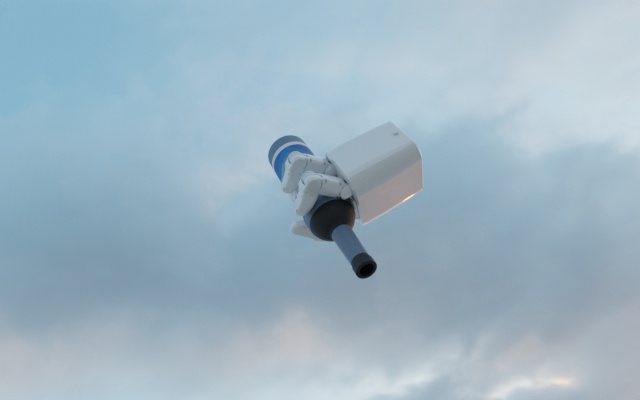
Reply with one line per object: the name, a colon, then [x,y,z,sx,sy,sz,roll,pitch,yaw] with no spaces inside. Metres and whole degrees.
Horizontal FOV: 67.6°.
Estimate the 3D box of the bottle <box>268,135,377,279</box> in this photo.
bottle: [0.000,0.002,0.666,0.069,0.069,0.295,0,32,-26]
